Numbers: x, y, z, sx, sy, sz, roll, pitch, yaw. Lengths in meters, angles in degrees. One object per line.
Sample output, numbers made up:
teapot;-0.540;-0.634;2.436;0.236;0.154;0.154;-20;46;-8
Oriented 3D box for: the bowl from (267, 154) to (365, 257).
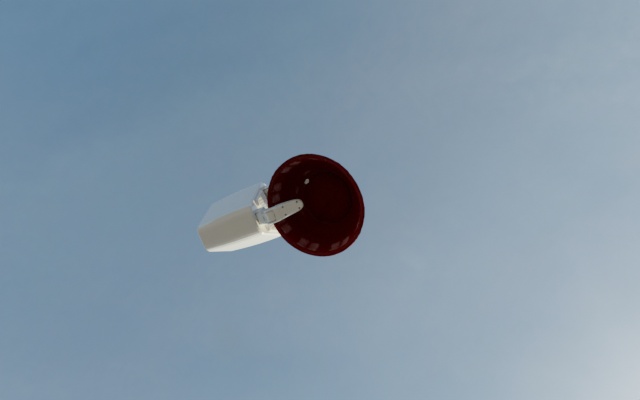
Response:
bowl;0.002;0.002;0.740;0.162;0.162;0.055;0;16;25
